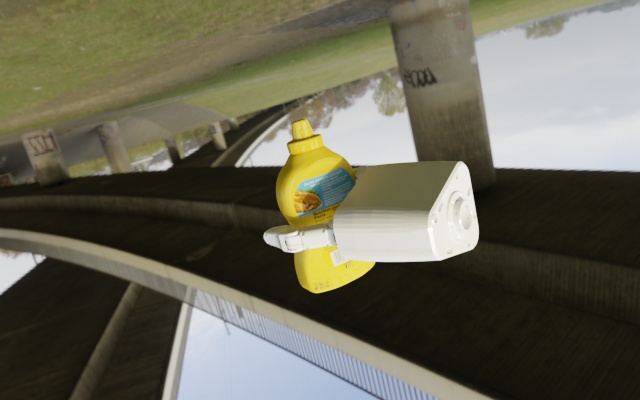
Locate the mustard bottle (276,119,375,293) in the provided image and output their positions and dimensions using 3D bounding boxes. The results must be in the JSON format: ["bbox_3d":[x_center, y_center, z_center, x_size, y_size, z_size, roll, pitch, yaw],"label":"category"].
[{"bbox_3d":[0.000,0.002,0.549,0.096,0.192,0.058,-21,16,-24],"label":"mustard bottle"}]
